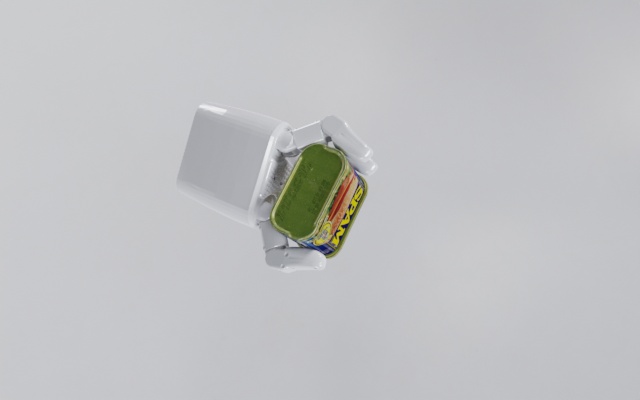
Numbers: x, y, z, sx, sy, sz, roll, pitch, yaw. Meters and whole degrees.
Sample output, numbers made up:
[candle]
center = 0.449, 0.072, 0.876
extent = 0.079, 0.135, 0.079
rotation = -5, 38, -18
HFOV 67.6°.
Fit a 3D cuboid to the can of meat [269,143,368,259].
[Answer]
[can of meat]
center = 0.000, 0.002, 0.488
extent = 0.057, 0.102, 0.084
rotation = 23, -8, 23
